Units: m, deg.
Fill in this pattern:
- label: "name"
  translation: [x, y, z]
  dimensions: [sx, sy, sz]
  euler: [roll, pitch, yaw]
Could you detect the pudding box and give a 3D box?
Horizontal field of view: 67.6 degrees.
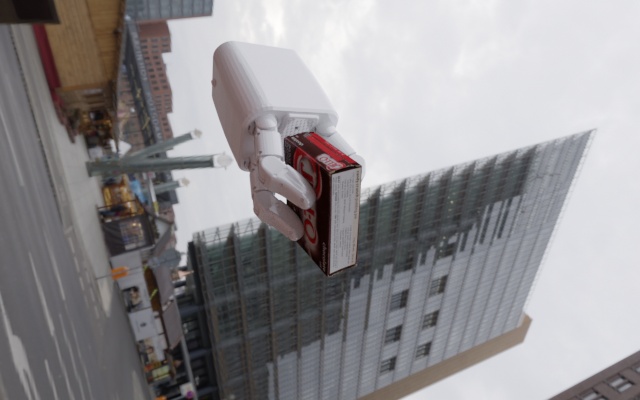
- label: "pudding box"
  translation: [0.000, 0.001, 0.458]
  dimensions: [0.039, 0.114, 0.090]
  euler: [-16, 34, -23]
